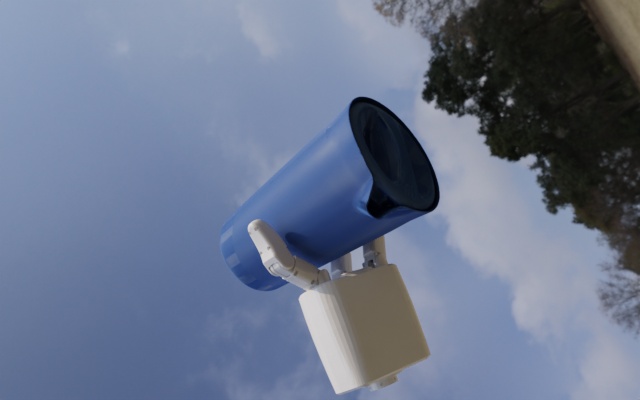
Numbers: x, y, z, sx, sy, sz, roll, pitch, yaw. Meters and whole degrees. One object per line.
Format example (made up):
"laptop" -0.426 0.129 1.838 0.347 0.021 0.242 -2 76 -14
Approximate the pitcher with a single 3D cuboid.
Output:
"pitcher" 0.000 0.002 0.536 0.243 0.145 0.149 -35 -21 34
